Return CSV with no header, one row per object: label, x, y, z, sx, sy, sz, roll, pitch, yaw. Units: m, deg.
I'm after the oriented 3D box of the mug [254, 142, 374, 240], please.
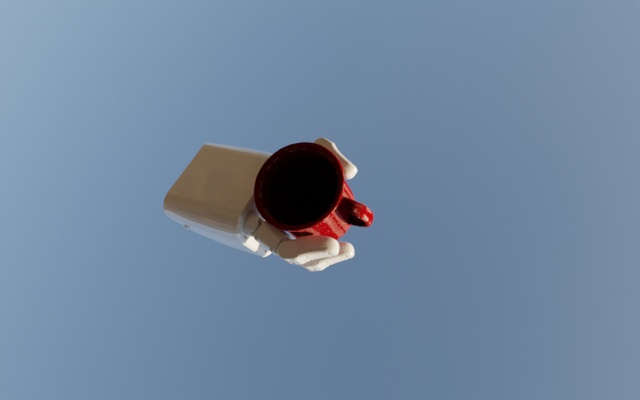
mug,0.001,0.002,0.492,0.117,0.093,0.081,15,-14,22
